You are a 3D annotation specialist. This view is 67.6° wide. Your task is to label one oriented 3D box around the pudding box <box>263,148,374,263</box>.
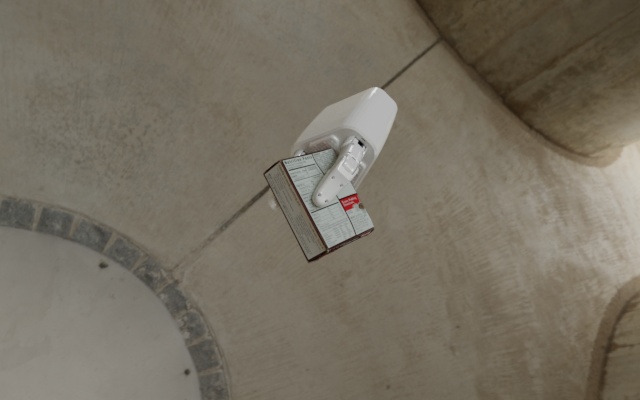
[{"bbox_3d":[0.000,0.002,0.533,0.090,0.113,0.039,-20,-13,-46],"label":"pudding box"}]
